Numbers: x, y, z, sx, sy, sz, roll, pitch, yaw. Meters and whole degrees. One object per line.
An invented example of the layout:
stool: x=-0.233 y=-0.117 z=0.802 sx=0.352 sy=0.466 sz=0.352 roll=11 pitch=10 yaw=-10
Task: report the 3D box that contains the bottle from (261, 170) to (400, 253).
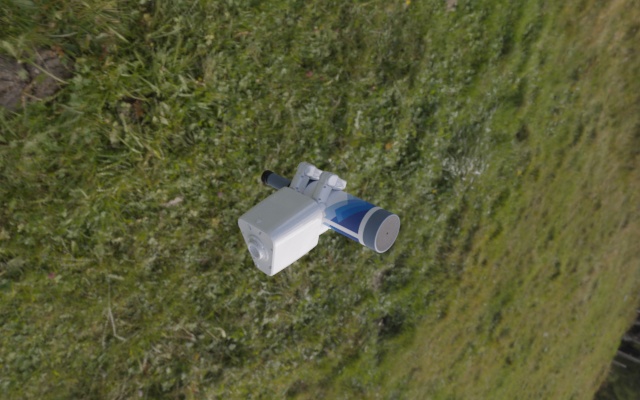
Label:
bottle: x=0.000 y=0.003 z=0.845 sx=0.295 sy=0.069 sz=0.069 roll=25 pitch=16 yaw=37
